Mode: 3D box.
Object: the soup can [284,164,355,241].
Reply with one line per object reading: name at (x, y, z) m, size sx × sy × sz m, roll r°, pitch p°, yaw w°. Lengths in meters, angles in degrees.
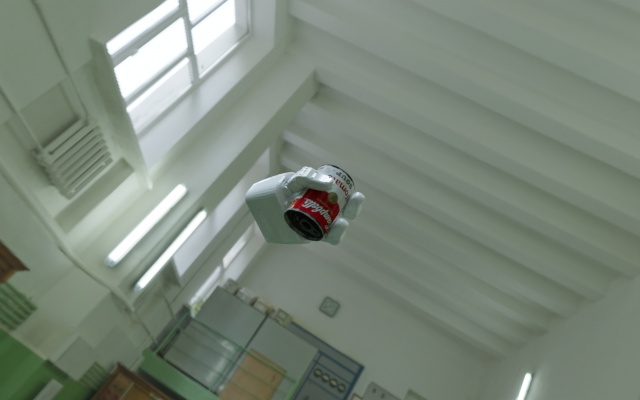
soup can at (0.001, 0.002, 0.728) m, size 0.068 × 0.068 × 0.102 m, roll 0°, pitch 44°, yaw 45°
